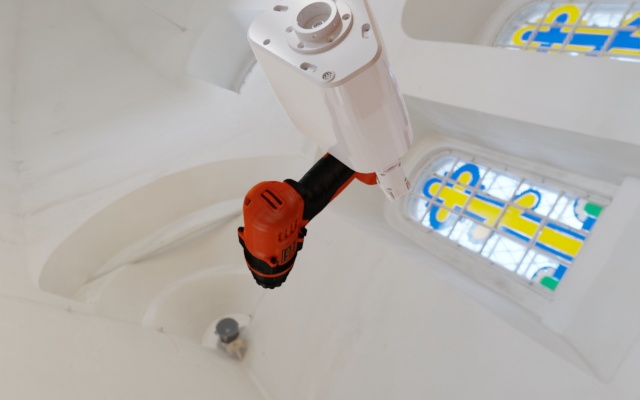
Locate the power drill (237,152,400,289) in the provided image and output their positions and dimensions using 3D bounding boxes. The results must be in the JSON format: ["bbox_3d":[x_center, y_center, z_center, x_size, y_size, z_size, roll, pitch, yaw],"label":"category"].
[{"bbox_3d":[0.000,0.001,0.477,0.187,0.057,0.184,-43,-14,-24],"label":"power drill"}]
